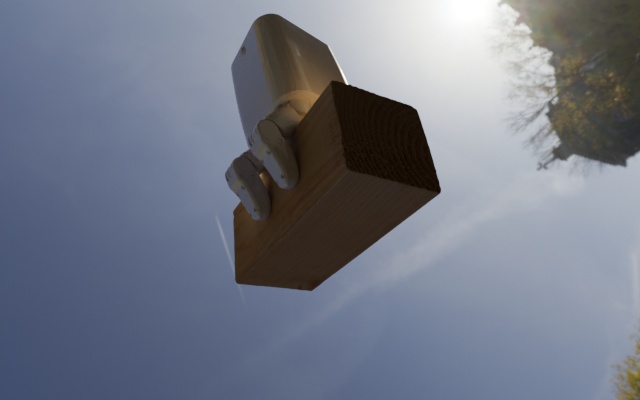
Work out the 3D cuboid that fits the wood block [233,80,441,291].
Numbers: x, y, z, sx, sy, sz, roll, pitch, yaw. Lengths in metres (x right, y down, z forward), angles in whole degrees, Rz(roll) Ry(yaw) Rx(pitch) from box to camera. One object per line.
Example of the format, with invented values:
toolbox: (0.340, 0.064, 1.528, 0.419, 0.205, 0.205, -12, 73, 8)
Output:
wood block: (0.000, 0.001, 0.440, 0.091, 0.090, 0.206, 11, -35, -29)
